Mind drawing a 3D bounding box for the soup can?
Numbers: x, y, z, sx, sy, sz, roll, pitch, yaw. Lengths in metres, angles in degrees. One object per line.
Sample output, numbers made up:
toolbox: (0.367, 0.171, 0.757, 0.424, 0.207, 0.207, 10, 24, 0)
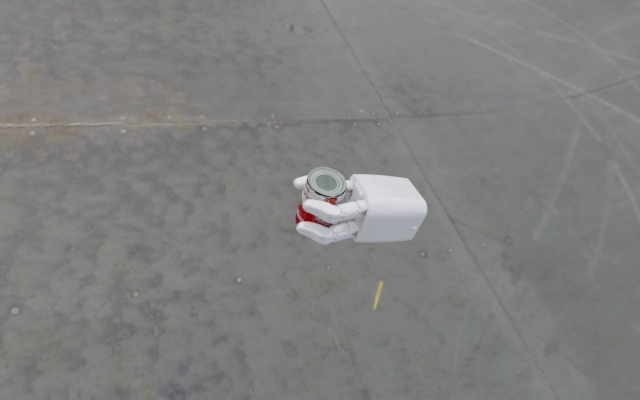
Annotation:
soup can: (0.000, 0.002, 0.798, 0.068, 0.068, 0.102, 0, -41, -17)
